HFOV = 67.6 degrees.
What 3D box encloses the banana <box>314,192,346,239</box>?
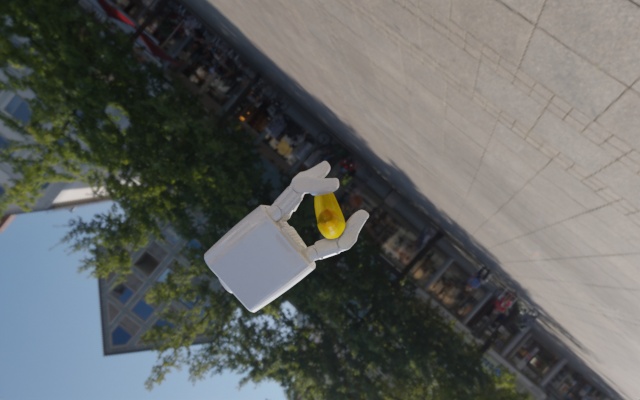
[{"bbox_3d":[0.008,0.017,0.666,0.037,0.070,0.197,-28,18,4],"label":"banana"}]
